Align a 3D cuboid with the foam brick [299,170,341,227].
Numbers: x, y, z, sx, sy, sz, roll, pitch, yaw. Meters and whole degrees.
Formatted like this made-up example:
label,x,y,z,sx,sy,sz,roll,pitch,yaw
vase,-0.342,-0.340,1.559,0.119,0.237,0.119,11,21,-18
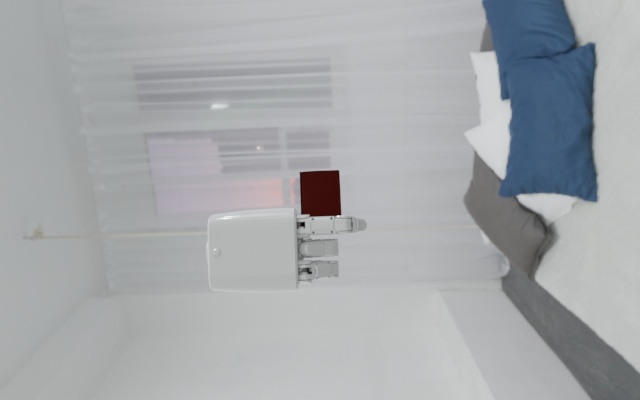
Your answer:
label,x,y,z,sx,sy,sz,roll,pitch,yaw
foam brick,0.000,0.002,0.612,0.051,0.078,0.053,-2,-5,1
